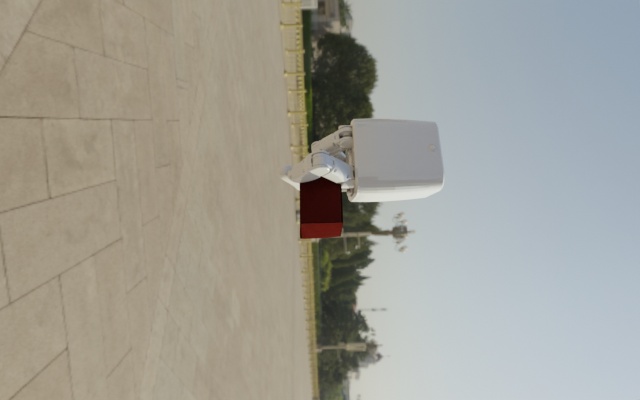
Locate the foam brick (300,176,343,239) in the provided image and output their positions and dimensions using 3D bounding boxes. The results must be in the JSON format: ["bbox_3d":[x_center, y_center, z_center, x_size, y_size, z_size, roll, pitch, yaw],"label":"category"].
[{"bbox_3d":[0.000,0.002,0.582,0.051,0.078,0.053,0,-23,-3],"label":"foam brick"}]
